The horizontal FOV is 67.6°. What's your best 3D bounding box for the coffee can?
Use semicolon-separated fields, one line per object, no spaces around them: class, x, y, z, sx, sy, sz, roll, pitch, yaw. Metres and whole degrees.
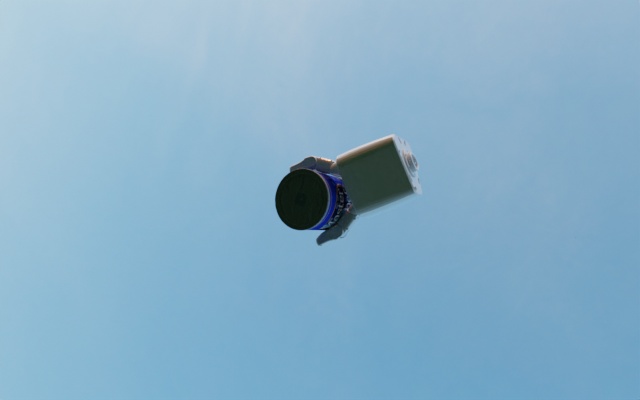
coffee can;0.000;0.003;0.845;0.103;0.103;0.140;0;-4;28
